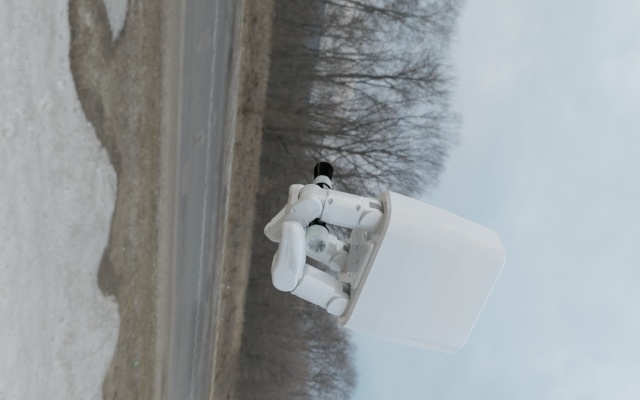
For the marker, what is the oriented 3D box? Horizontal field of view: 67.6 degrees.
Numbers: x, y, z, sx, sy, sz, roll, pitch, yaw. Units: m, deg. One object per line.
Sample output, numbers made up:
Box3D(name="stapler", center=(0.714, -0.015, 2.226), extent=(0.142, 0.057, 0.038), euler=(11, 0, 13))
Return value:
Box3D(name="marker", center=(0.000, 0.001, 0.414), extent=(0.020, 0.020, 0.121), euler=(0, 34, 4))
